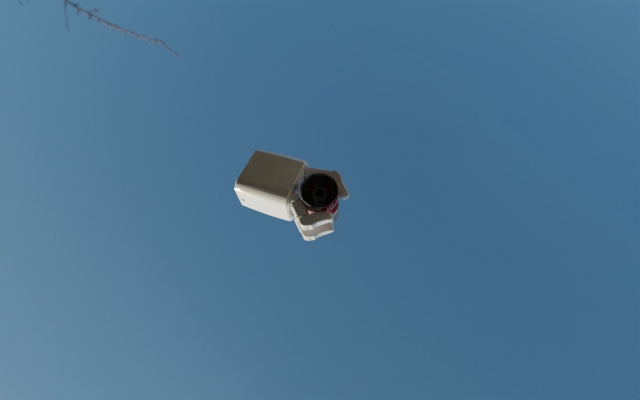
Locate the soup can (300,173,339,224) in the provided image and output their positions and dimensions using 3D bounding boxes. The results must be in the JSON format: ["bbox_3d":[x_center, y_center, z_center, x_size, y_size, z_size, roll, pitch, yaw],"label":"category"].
[{"bbox_3d":[0.001,0.003,0.886,0.068,0.068,0.102,0,-25,3],"label":"soup can"}]
